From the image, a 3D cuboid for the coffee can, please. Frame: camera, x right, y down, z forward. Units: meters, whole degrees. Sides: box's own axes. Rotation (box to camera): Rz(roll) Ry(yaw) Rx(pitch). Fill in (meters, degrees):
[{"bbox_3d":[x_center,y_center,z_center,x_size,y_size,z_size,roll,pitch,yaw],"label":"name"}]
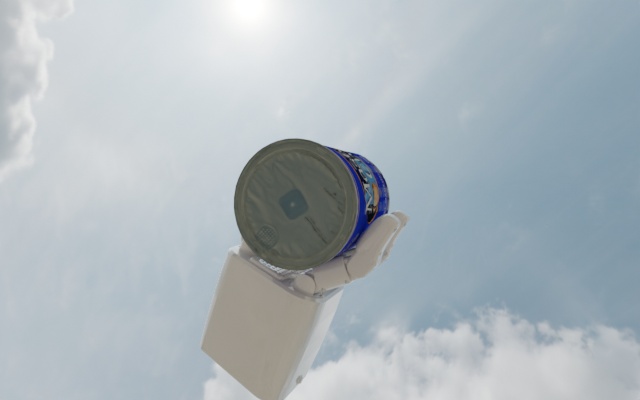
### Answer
[{"bbox_3d":[0.000,0.001,0.434,0.103,0.103,0.140,0,2,18],"label":"coffee can"}]
